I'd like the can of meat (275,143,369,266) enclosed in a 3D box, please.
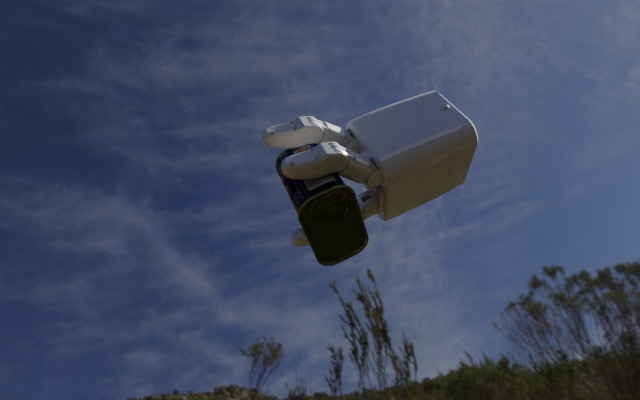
[{"bbox_3d":[0.000,0.001,0.484,0.057,0.102,0.084,-26,46,-4],"label":"can of meat"}]
